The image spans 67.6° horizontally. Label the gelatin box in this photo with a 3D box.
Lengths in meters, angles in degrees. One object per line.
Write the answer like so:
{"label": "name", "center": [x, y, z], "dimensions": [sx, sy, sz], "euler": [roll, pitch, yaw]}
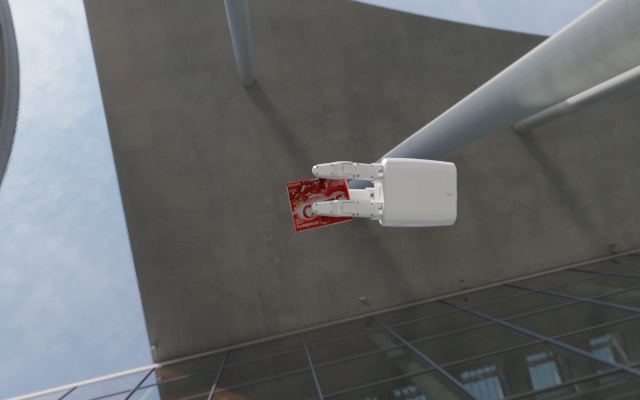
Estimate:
{"label": "gelatin box", "center": [0.000, 0.002, 0.710], "dimensions": [0.089, 0.073, 0.030], "euler": [-12, -5, 2]}
